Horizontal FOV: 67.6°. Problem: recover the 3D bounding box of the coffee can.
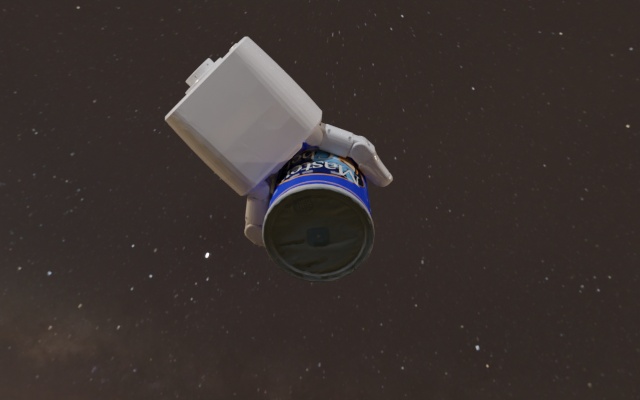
[{"bbox_3d":[0.000,0.002,0.496,0.103,0.103,0.140,0,27,2],"label":"coffee can"}]
